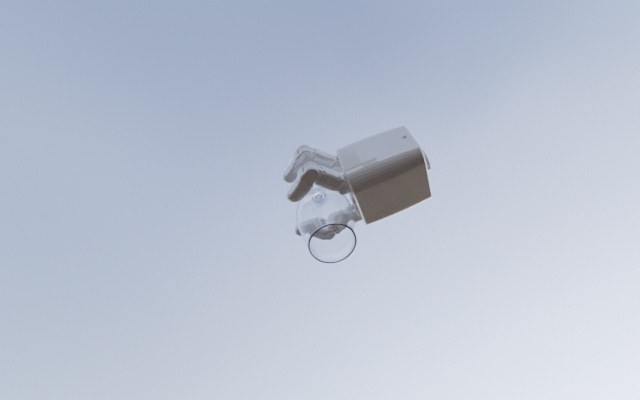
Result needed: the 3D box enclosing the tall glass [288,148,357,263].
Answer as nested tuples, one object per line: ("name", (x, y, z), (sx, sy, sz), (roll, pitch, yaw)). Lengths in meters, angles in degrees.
("tall glass", (0.000, 0.002, 0.676), (0.079, 0.079, 0.201), (0, 32, -10))
